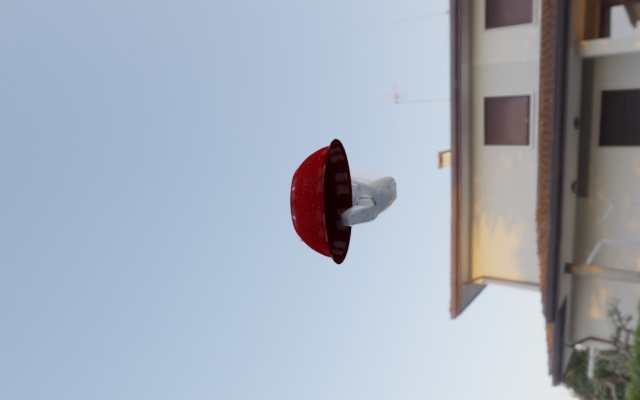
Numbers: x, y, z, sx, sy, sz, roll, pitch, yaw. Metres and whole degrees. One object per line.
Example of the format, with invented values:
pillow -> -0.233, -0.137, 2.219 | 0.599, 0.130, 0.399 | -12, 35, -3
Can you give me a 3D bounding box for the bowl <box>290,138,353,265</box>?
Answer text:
bowl -> -0.001, 0.002, 0.620 | 0.055, 0.162, 0.162 | -1, 0, 15
